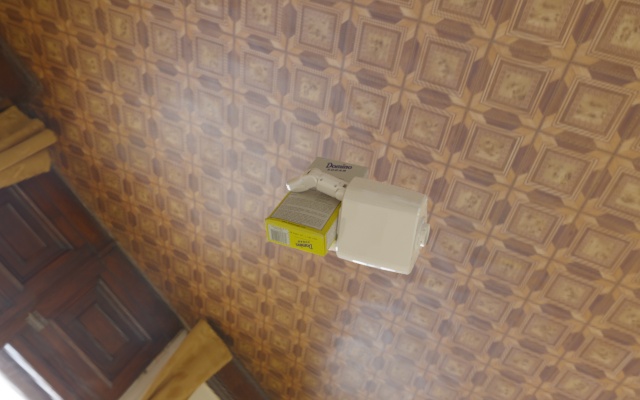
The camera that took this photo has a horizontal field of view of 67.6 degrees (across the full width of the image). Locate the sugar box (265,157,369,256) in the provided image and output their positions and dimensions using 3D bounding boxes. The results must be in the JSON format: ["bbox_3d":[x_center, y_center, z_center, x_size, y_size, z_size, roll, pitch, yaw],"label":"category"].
[{"bbox_3d":[0.000,0.003,0.713,0.093,0.048,0.176,14,38,21],"label":"sugar box"}]
